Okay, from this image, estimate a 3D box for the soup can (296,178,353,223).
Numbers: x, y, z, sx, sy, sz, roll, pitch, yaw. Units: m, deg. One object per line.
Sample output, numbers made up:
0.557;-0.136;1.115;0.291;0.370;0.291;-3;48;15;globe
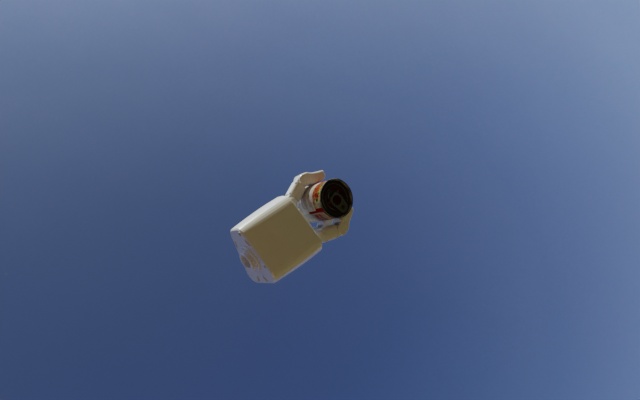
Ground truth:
0.000;0.002;0.843;0.068;0.068;0.102;0;-7;-33;soup can
